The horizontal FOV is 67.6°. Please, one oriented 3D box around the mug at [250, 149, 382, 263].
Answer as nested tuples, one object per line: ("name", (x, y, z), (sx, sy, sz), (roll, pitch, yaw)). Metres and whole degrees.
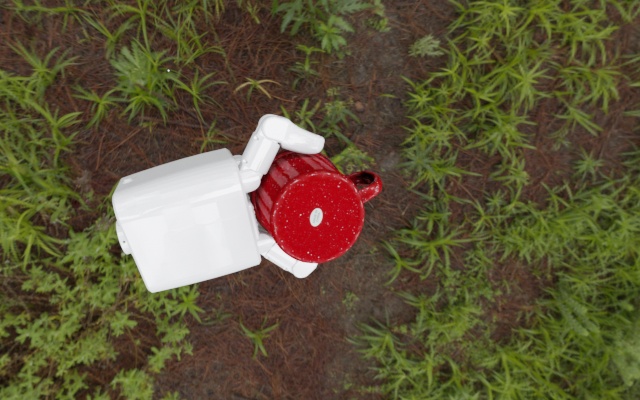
("mug", (0.001, 0.001, 0.427), (0.117, 0.093, 0.081), (-18, 19, -11))
